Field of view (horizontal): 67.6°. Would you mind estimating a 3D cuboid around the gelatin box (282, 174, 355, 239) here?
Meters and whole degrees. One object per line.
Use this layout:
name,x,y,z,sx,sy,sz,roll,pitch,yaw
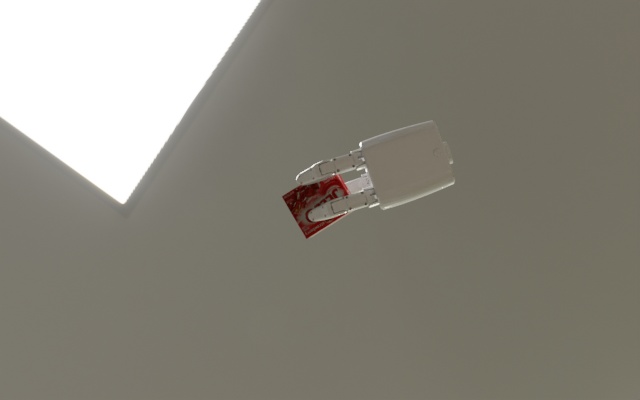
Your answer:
gelatin box,0.000,0.002,0.696,0.089,0.073,0.030,-32,-7,12
